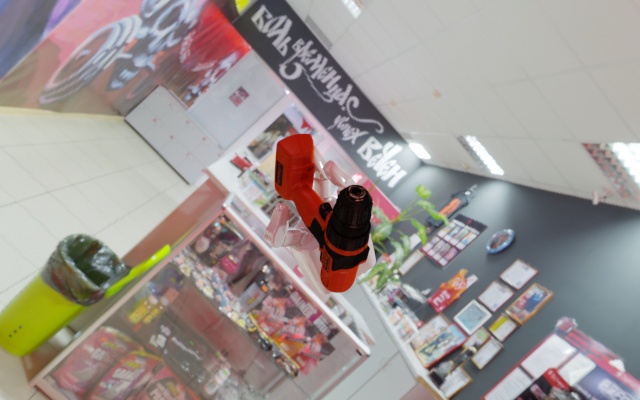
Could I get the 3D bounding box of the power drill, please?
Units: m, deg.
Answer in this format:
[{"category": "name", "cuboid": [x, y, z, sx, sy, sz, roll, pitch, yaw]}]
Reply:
[{"category": "power drill", "cuboid": [0.000, 0.002, 0.604, 0.057, 0.187, 0.185, -14, -38, -21]}]
